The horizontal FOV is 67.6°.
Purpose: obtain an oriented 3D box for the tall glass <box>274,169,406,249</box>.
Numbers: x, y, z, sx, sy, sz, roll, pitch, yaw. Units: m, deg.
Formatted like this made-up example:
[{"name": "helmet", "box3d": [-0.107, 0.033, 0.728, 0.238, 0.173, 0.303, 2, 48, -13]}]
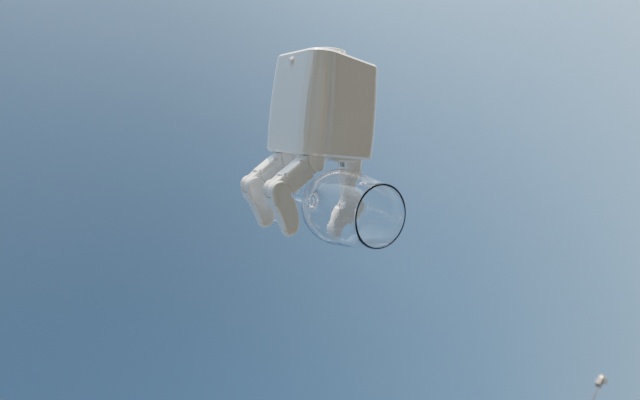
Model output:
[{"name": "tall glass", "box3d": [0.000, 0.002, 0.517, 0.079, 0.079, 0.201, 0, 8, -35]}]
